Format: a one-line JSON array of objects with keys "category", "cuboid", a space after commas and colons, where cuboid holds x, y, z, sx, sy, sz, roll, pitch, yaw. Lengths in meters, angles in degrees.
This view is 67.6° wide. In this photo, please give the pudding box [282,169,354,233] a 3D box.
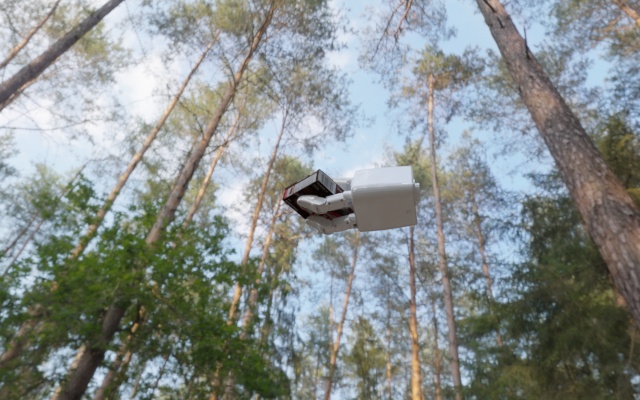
[{"category": "pudding box", "cuboid": [0.000, 0.003, 0.887, 0.090, 0.039, 0.113, -28, -58, 31]}]
